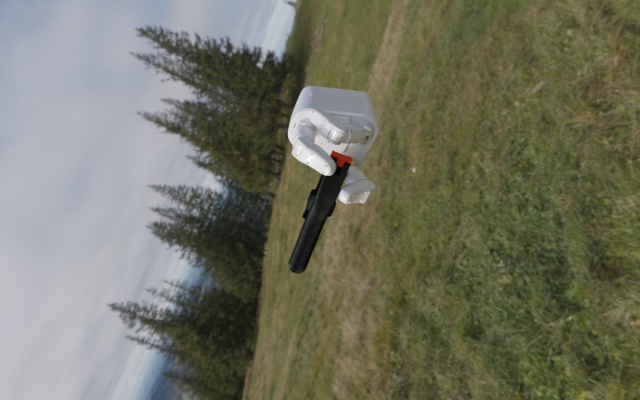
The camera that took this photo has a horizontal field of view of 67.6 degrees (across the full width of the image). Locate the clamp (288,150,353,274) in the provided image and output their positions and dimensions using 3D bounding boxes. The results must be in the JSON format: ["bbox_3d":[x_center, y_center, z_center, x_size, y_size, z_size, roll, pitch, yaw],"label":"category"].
[{"bbox_3d":[0.000,0.002,0.633,0.039,0.171,0.120,19,30,-11],"label":"clamp"}]
